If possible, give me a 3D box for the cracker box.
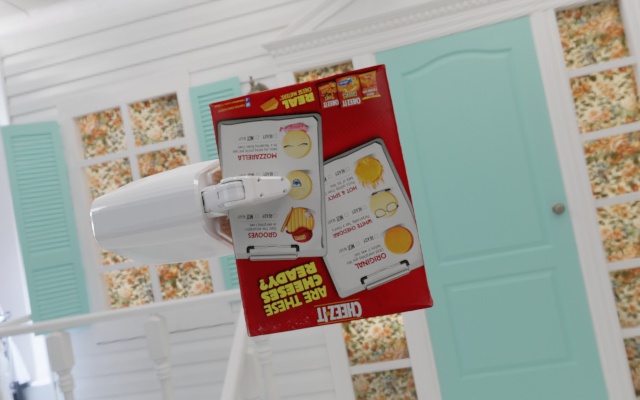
[{"bbox_3d":[0.000,0.001,0.444,0.164,0.213,0.072,-11,-4,8],"label":"cracker box"}]
